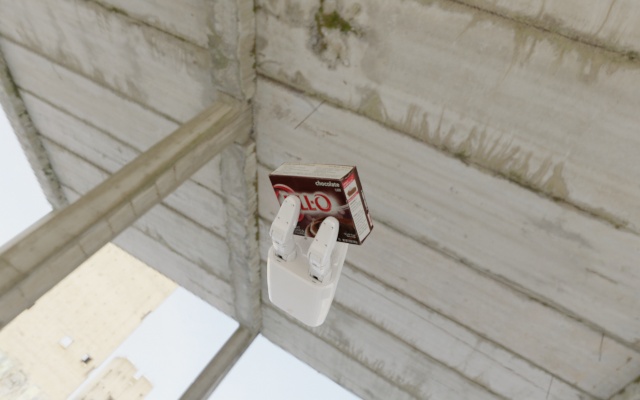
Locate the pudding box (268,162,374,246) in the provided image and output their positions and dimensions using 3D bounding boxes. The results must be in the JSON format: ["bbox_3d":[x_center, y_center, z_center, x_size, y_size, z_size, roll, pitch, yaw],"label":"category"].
[{"bbox_3d":[0.000,0.002,0.572,0.113,0.090,0.039,4,37,37],"label":"pudding box"}]
